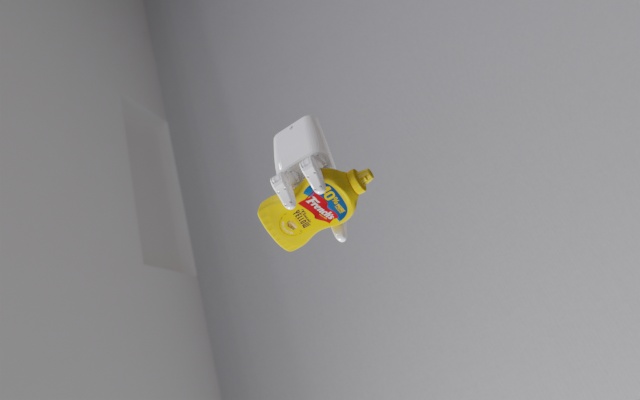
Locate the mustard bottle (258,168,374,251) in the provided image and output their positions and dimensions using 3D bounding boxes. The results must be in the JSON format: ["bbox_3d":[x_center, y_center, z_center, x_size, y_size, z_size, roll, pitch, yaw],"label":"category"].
[{"bbox_3d":[0.000,0.003,0.773,0.191,0.096,0.058,-30,20,17],"label":"mustard bottle"}]
